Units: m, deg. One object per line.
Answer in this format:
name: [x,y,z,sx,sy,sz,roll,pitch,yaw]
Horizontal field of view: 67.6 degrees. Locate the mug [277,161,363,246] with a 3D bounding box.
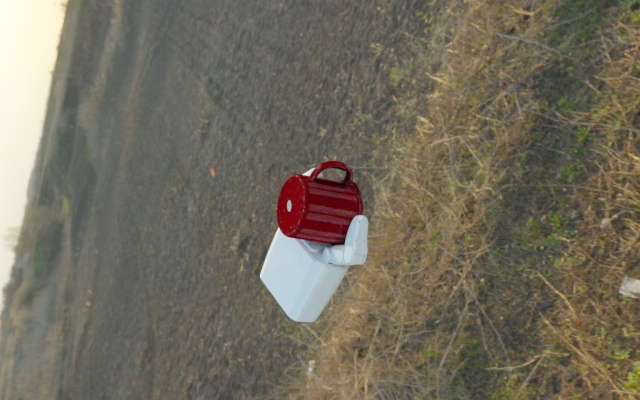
mug: [0.001,0.001,0.612,0.081,0.117,0.093,10,30,-30]
